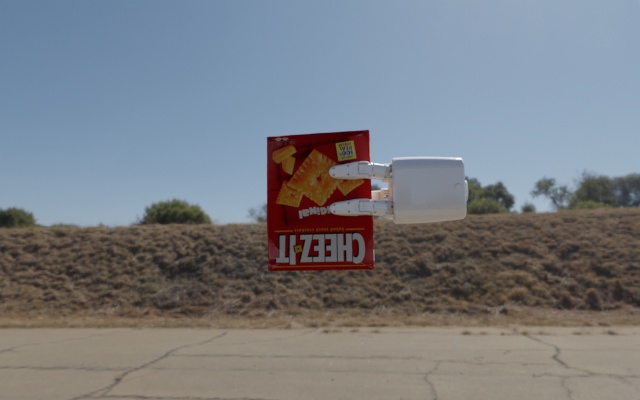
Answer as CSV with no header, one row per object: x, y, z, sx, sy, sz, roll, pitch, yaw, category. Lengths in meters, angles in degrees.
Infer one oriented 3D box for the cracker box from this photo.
0.000,0.002,0.749,0.164,0.213,0.072,-2,-7,7,cracker box
